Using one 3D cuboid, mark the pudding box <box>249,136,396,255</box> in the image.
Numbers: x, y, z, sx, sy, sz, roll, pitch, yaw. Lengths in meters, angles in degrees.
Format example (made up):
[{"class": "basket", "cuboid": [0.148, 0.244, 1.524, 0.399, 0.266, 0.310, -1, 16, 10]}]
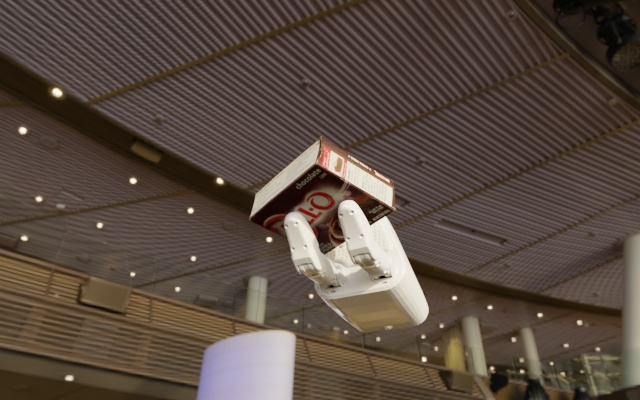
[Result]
[{"class": "pudding box", "cuboid": [0.000, 0.001, 0.450, 0.090, 0.039, 0.113, 28, -45, -26]}]
